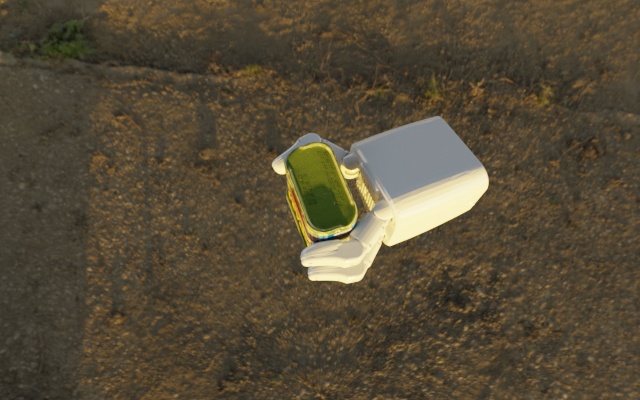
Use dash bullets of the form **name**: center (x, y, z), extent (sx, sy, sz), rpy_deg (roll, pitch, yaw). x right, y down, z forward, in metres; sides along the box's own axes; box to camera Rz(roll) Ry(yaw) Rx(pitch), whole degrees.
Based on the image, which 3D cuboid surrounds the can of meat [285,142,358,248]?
- **can of meat**: center (0.000, 0.001, 0.495), extent (0.057, 0.102, 0.084), rpy_deg (-18, -21, -8)
